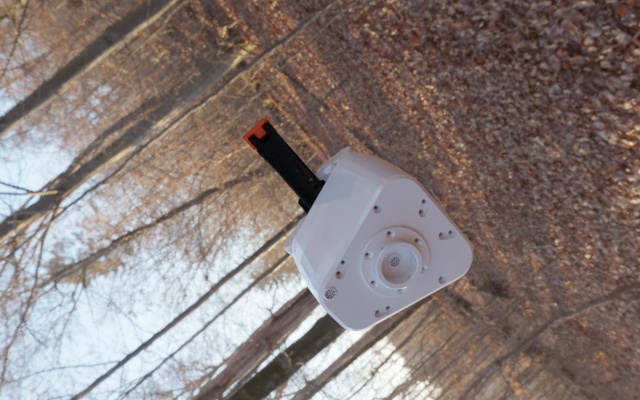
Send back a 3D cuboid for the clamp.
[{"bbox_3d":[-0.001,0.002,0.496,0.036,0.210,0.164,-42,16,-1],"label":"clamp"}]
